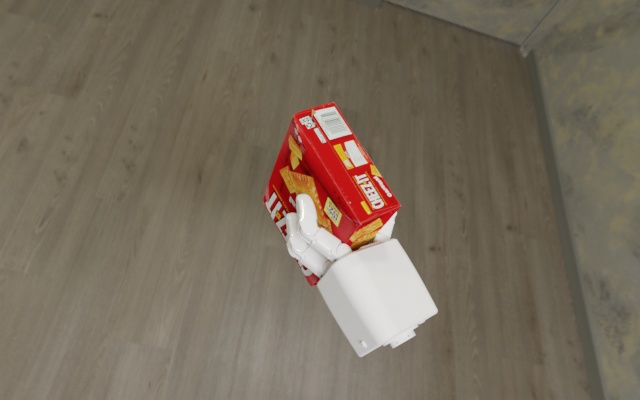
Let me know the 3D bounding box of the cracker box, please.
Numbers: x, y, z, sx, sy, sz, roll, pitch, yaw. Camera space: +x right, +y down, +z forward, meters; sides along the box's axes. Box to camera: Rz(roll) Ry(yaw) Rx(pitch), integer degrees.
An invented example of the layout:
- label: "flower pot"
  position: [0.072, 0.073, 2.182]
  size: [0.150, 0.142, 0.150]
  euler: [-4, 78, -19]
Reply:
- label: "cracker box"
  position: [0.000, 0.002, 0.646]
  size: [0.072, 0.164, 0.214]
  euler: [-21, -21, -28]
